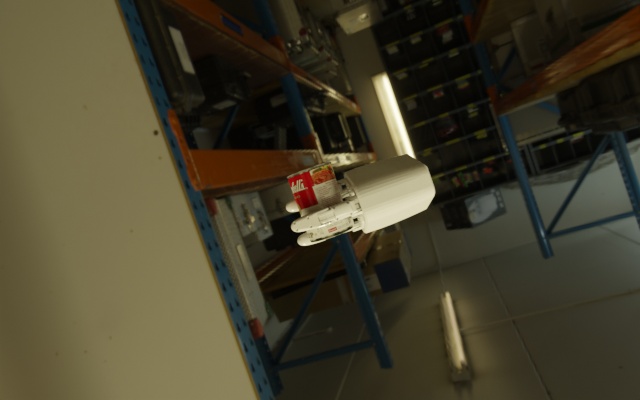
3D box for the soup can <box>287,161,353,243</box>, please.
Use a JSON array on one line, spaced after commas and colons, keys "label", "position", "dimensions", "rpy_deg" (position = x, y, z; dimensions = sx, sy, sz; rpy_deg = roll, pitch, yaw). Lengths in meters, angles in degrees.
[{"label": "soup can", "position": [0.000, 0.003, 0.694], "dimensions": [0.068, 0.102, 0.068], "rpy_deg": [-19, 1, 0]}]
